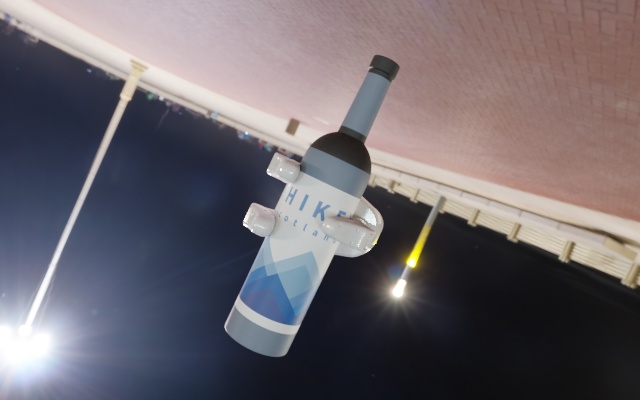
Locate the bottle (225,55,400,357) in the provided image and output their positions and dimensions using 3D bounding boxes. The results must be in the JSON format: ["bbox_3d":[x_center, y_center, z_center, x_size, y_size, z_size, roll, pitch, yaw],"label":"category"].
[{"bbox_3d":[0.000,0.002,0.458,0.069,0.296,0.069,25,3,-1],"label":"bottle"}]
